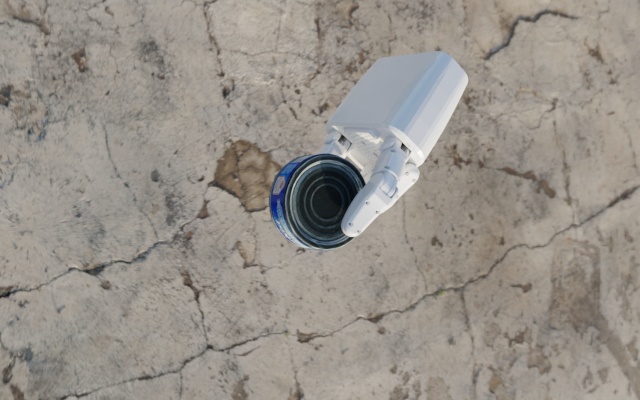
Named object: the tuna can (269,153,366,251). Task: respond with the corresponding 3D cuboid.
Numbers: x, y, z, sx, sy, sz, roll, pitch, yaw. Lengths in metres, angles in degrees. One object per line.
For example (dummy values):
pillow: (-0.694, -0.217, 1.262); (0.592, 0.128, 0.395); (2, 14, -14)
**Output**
tuna can: (0.000, 0.001, 0.423); (0.086, 0.086, 0.034); (0, 2, -27)
